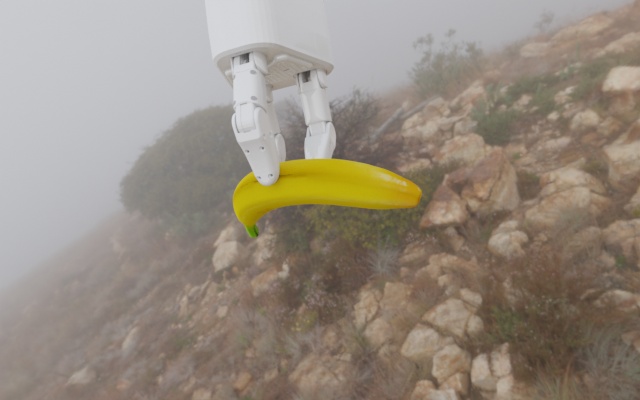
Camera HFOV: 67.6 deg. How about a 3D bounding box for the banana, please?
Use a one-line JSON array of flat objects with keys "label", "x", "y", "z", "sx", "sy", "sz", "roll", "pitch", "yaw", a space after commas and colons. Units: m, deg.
[{"label": "banana", "x": -0.014, "y": -0.007, "z": 0.400, "sx": 0.198, "sy": 0.037, "sz": 0.070, "roll": -11, "pitch": -35, "yaw": 42}]
